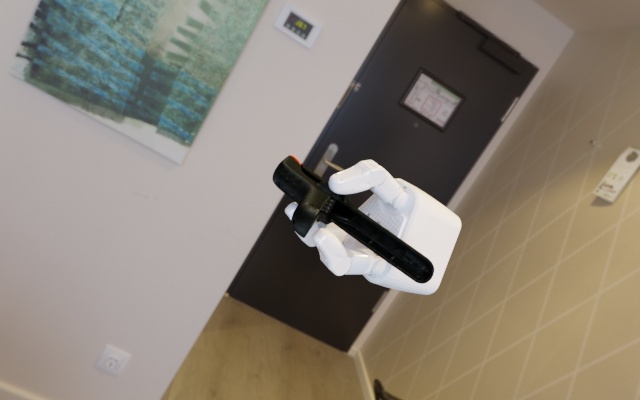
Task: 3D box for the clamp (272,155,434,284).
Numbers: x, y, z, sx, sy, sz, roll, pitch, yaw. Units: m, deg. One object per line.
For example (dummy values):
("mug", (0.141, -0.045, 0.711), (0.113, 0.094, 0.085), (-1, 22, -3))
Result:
("clamp", (0.000, 0.001, 0.473), (0.164, 0.036, 0.210), (24, 13, -43))
